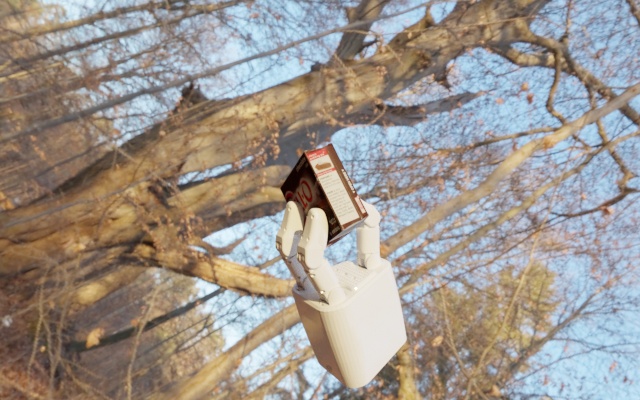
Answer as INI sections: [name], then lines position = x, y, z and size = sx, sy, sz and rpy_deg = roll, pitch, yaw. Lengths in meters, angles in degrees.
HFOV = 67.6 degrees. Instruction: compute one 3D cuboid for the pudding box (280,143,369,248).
[pudding box]
position = 0.000, 0.002, 0.524
size = 0.039, 0.090, 0.113
rpy_deg = -22, -11, -26
